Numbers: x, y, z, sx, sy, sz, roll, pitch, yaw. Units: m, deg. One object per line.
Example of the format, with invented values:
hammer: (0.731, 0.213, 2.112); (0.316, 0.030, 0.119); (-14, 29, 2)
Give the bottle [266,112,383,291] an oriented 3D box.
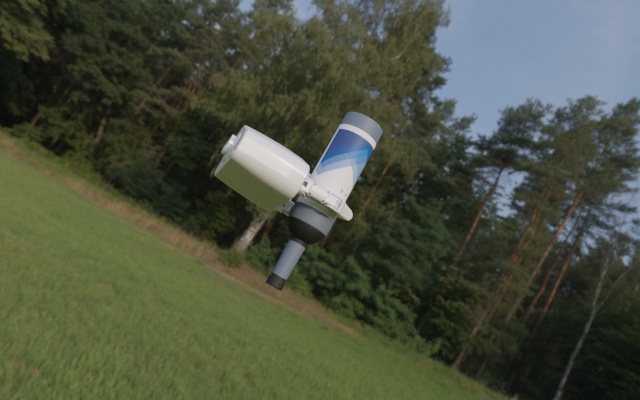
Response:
bottle: (0.000, 0.002, 0.740); (0.069, 0.295, 0.069); (28, -11, 6)
